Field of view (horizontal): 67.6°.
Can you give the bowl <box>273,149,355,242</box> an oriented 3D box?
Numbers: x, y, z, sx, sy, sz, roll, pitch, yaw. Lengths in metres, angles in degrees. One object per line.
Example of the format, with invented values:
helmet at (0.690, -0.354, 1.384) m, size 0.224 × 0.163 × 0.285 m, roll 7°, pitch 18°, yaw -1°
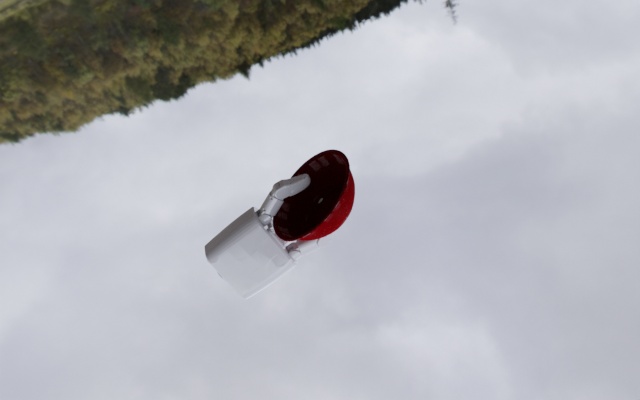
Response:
bowl at (0.001, 0.002, 0.736) m, size 0.055 × 0.162 × 0.162 m, roll 36°, pitch -21°, yaw -31°
